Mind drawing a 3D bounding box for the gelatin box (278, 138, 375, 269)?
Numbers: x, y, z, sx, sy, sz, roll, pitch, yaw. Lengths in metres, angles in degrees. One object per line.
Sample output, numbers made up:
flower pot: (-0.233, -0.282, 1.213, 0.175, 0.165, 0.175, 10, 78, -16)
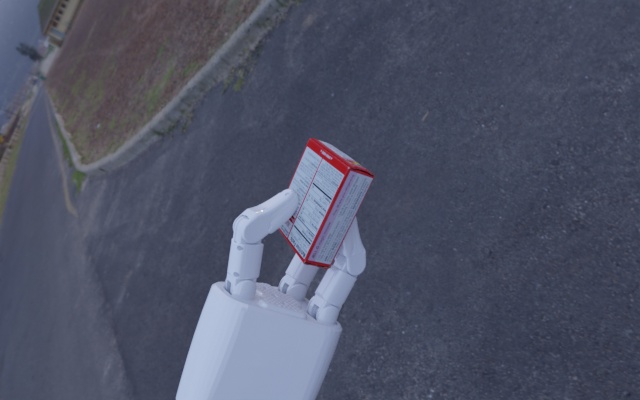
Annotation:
gelatin box: (0.000, 0.001, 0.404, 0.030, 0.089, 0.073, 15, 17, -33)
